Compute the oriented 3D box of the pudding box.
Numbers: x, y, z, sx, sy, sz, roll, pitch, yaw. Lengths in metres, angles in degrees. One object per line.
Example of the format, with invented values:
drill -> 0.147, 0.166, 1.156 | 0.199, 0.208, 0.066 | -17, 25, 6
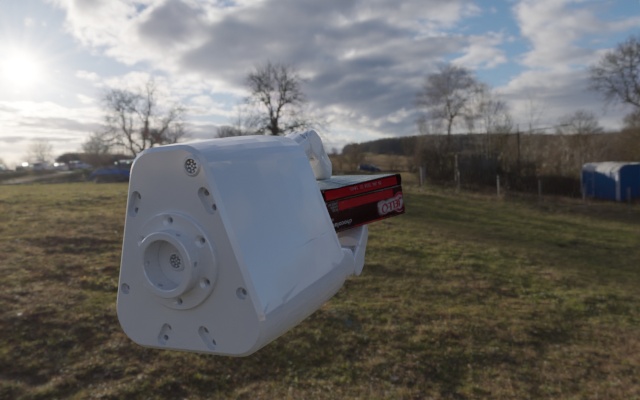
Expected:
pudding box -> 0.000, 0.001, 0.404 | 0.090, 0.039, 0.113 | -12, 10, -38
